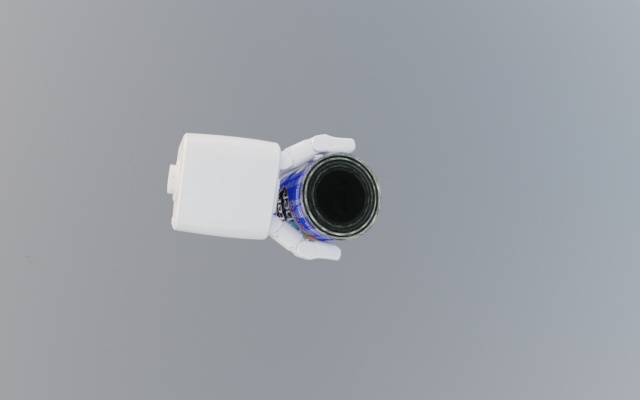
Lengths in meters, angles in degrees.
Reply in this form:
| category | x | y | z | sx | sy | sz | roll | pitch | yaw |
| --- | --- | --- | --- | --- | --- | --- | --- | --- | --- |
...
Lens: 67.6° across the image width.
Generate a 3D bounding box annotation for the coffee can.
| category | x | y | z | sx | sy | sz | roll | pitch | yaw |
| --- | --- | --- | --- | --- | --- | --- | --- | --- | --- |
| coffee can | 0.000 | 0.002 | 0.614 | 0.103 | 0.103 | 0.140 | 0 | -6 | -21 |
